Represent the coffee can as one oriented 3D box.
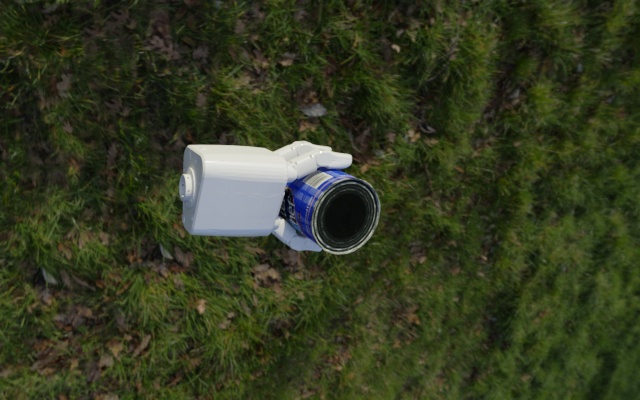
[{"bbox_3d":[0.000,0.002,0.660,0.103,0.103,0.140,0,16,-30],"label":"coffee can"}]
